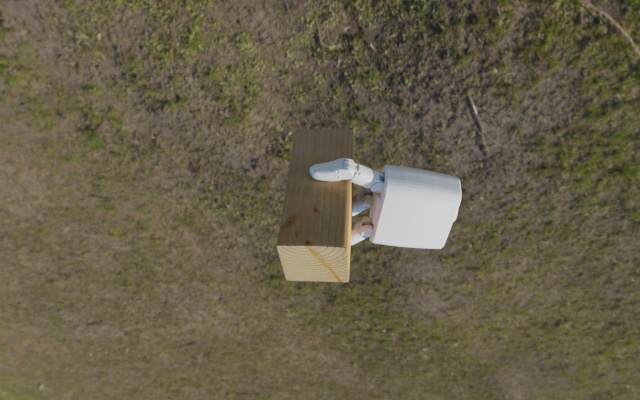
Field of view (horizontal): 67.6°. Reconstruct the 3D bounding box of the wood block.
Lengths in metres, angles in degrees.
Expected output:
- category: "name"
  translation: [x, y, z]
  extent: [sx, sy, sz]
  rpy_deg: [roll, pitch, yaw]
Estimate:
- category: "wood block"
  translation: [0.000, 0.002, 0.680]
  extent: [0.090, 0.206, 0.091]
  rpy_deg: [1, -38, 6]
